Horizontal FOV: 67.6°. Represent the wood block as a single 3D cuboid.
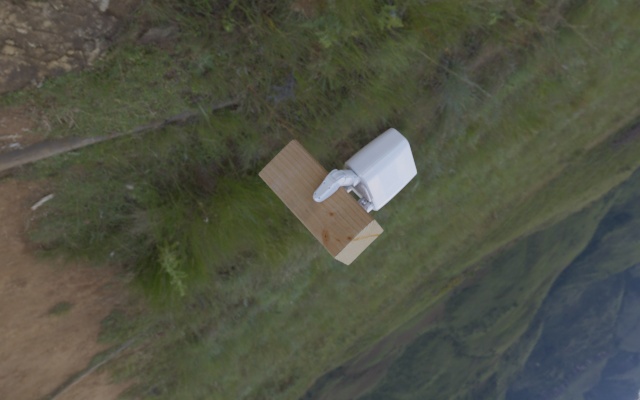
[{"bbox_3d":[0.000,0.002,0.826,0.206,0.090,0.091,46,2,23],"label":"wood block"}]
